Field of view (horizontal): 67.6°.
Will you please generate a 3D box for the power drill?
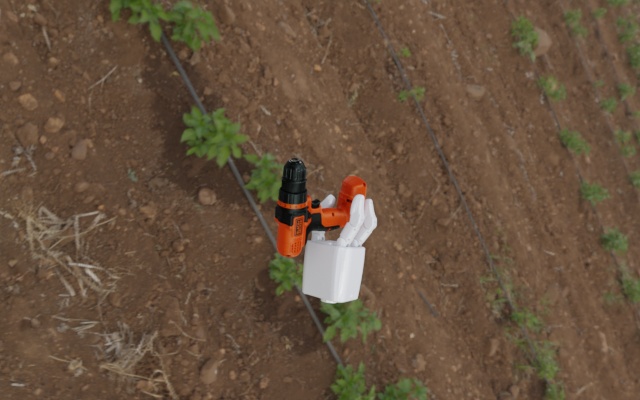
[{"bbox_3d":[0.001,0.003,0.891,0.187,0.184,0.057,-11,29,-37],"label":"power drill"}]
